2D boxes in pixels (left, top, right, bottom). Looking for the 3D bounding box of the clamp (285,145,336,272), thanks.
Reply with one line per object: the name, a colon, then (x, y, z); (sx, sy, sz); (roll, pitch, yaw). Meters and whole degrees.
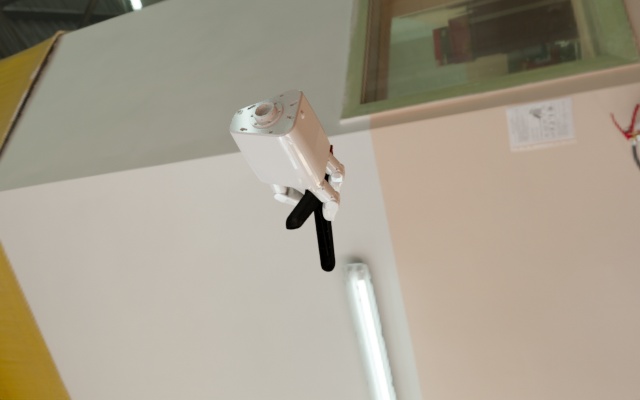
clamp: (-0.001, 0.002, 0.783); (0.036, 0.209, 0.165); (-5, -39, 20)
